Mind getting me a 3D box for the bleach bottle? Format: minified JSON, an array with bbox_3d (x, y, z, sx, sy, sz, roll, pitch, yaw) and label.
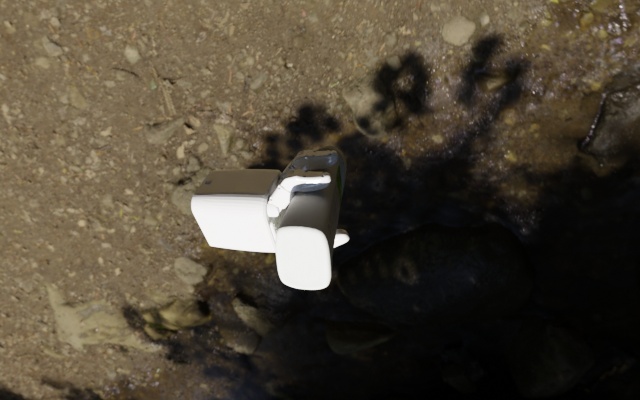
[{"bbox_3d":[0.000,0.002,0.671,0.068,0.103,0.250,4,34,10],"label":"bleach bottle"}]
